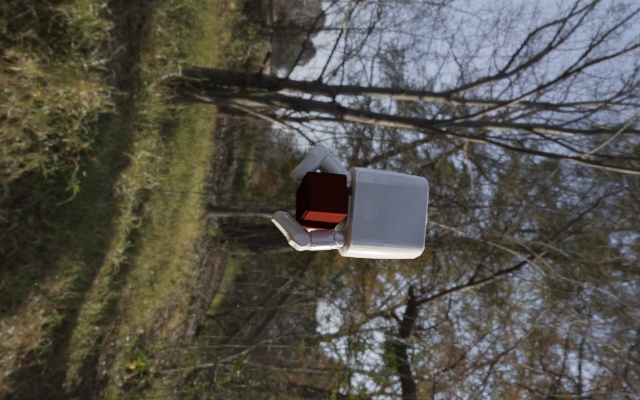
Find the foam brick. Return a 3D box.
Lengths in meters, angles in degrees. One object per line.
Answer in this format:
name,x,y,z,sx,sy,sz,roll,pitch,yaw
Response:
foam brick,0.000,0.002,0.605,0.051,0.053,0.078,5,-19,-12
